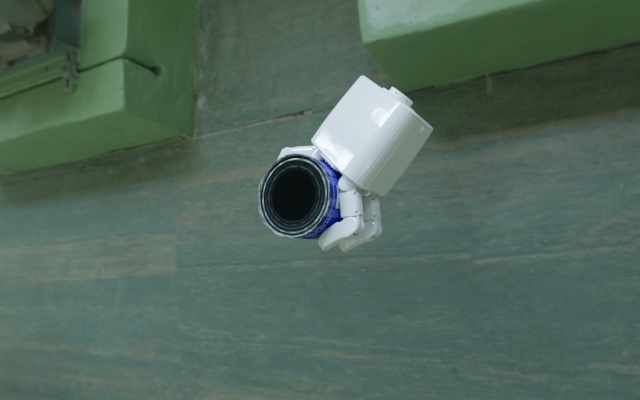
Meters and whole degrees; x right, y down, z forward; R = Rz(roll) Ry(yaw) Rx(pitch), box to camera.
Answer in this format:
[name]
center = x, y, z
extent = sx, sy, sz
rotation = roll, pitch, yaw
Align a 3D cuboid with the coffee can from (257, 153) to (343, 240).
[coffee can]
center = 0.000, 0.002, 0.627
extent = 0.103, 0.103, 0.140
rotation = 0, -7, 29
